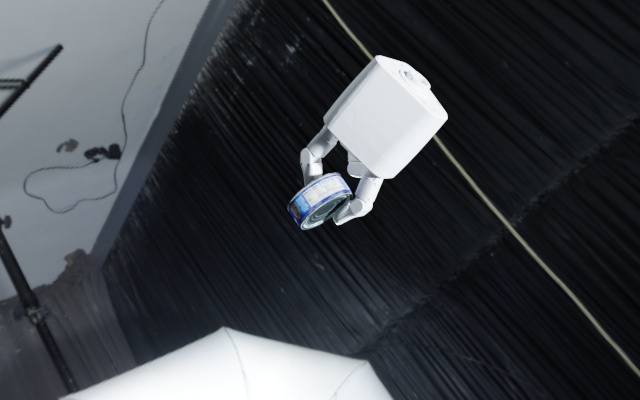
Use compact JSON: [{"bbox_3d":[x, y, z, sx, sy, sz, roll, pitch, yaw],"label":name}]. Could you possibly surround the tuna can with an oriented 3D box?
[{"bbox_3d":[0.000,0.003,0.639,0.086,0.033,0.086,-31,-17,-10],"label":"tuna can"}]
